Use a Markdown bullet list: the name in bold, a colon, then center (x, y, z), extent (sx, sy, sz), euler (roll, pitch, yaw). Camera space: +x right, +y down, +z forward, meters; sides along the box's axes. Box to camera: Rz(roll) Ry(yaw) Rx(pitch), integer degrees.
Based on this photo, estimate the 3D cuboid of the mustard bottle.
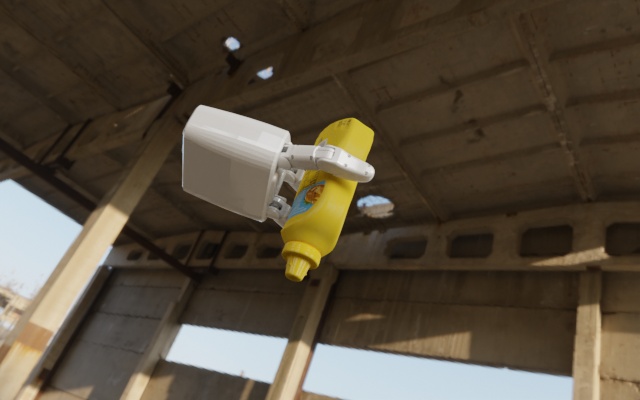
- **mustard bottle**: center (0.000, 0.002, 0.539), extent (0.058, 0.191, 0.096), euler (32, -31, -19)
